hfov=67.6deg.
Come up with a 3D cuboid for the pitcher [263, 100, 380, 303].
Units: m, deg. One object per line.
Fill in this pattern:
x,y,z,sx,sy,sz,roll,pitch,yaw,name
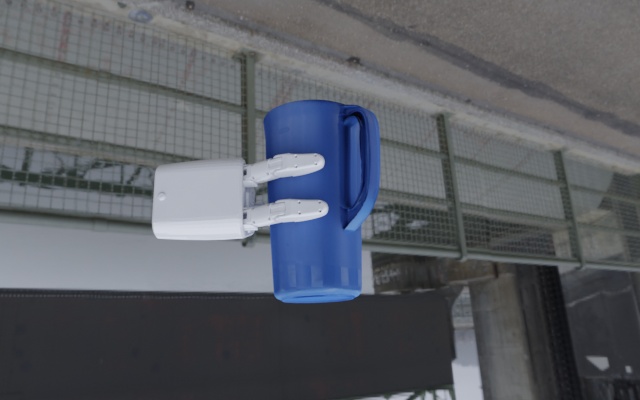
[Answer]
0.000,0.002,0.605,0.145,0.242,0.149,-2,-16,-1,pitcher
